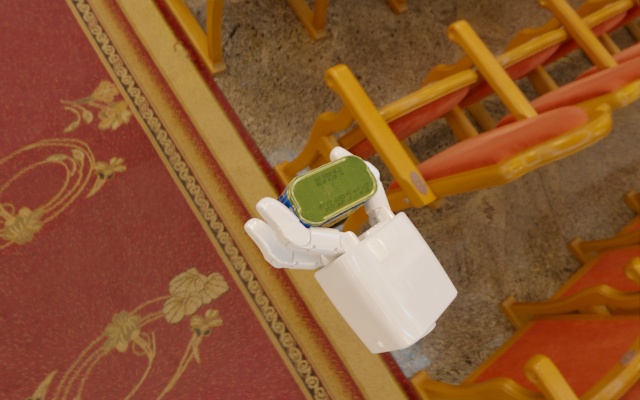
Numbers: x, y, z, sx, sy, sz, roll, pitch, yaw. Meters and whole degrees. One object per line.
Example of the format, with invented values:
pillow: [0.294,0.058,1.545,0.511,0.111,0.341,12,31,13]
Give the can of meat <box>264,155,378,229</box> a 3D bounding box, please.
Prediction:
can of meat: [0.000,0.001,0.501,0.102,0.057,0.084,-26,-9,-28]
